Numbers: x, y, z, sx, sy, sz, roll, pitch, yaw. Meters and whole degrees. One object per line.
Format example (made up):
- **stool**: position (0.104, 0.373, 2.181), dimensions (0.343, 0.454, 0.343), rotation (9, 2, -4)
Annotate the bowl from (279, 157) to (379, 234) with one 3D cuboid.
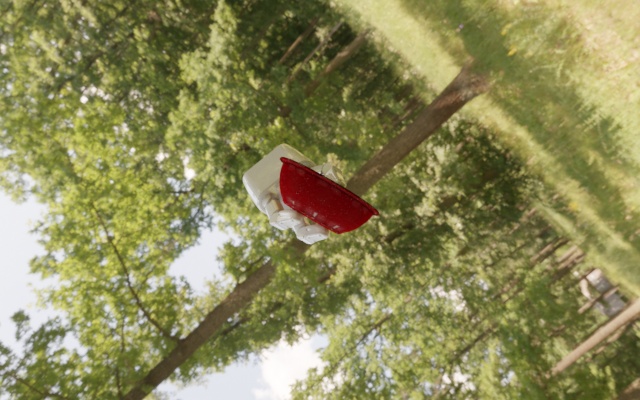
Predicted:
- **bowl**: position (0.000, 0.003, 0.673), dimensions (0.162, 0.055, 0.162), rotation (30, -4, 2)
